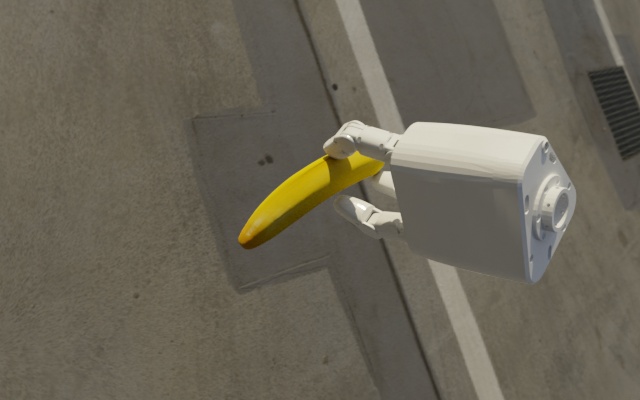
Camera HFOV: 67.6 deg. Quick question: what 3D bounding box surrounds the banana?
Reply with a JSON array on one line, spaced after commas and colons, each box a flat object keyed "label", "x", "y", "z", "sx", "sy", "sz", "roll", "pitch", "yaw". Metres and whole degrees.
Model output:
[{"label": "banana", "x": 0.005, "y": -0.013, "z": 0.475, "sx": 0.197, "sy": 0.070, "sz": 0.037, "roll": -27, "pitch": 54, "yaw": -33}]
